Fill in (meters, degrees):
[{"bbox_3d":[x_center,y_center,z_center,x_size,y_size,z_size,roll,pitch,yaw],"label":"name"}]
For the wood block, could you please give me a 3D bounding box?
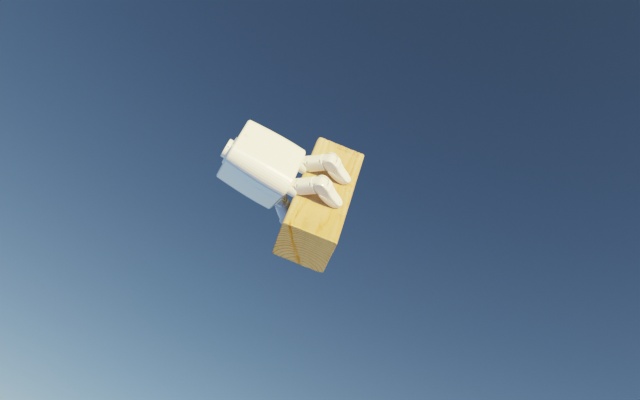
[{"bbox_3d":[0.000,0.003,0.803,0.090,0.206,0.091,22,-41,-1],"label":"wood block"}]
